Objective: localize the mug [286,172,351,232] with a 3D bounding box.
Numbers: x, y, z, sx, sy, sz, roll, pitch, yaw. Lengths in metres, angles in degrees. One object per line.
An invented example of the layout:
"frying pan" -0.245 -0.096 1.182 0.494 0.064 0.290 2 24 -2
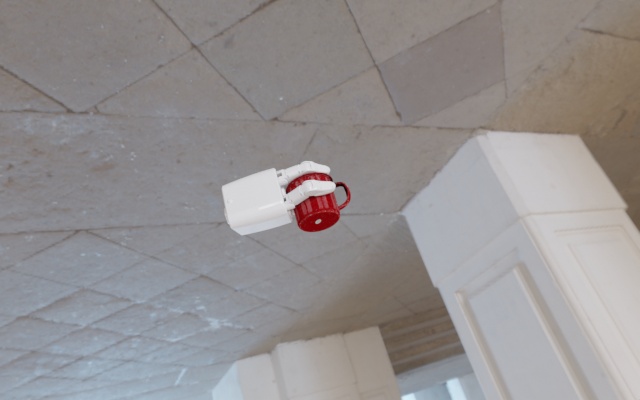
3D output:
"mug" 0.002 0.003 0.894 0.117 0.081 0.093 -17 -29 1
